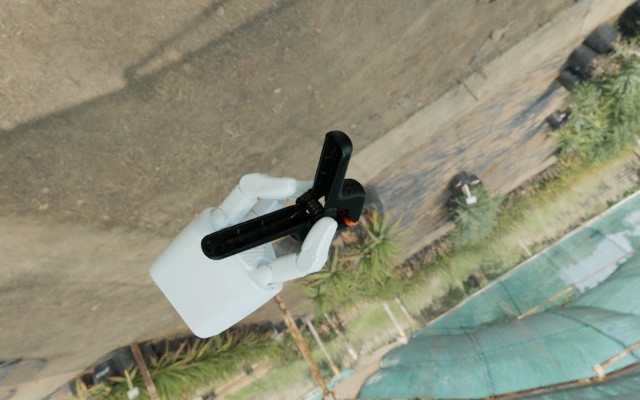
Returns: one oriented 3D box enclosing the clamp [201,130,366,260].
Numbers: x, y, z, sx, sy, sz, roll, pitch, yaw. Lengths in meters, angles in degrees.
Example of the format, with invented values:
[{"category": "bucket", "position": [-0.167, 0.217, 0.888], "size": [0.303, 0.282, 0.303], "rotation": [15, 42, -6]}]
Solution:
[{"category": "clamp", "position": [0.001, 0.002, 0.482], "size": [0.164, 0.036, 0.210], "rotation": [-40, -20, 21]}]
